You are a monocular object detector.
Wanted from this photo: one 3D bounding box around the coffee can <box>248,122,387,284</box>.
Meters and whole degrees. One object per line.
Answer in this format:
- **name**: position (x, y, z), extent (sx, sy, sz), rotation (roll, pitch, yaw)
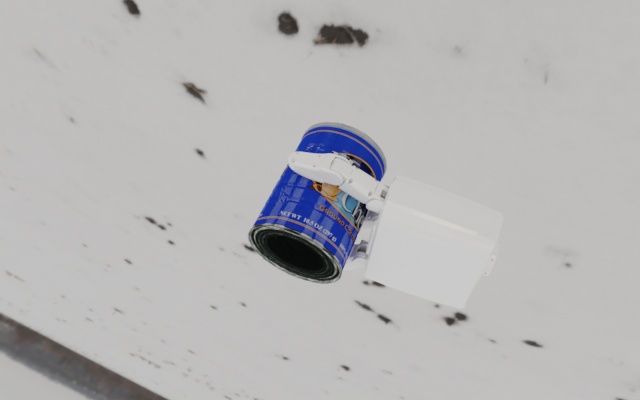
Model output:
- **coffee can**: position (0.000, 0.001, 0.508), extent (0.103, 0.140, 0.103), rotation (19, -31, 12)
